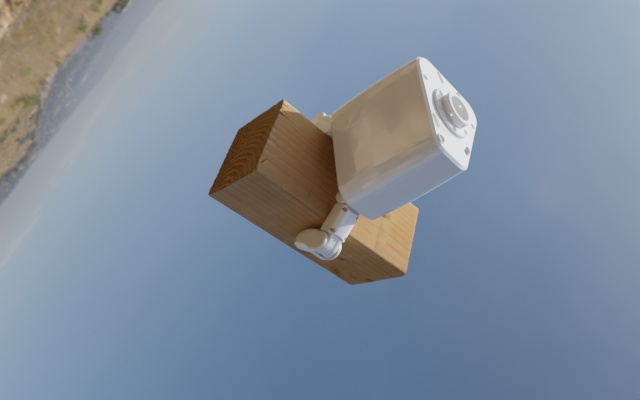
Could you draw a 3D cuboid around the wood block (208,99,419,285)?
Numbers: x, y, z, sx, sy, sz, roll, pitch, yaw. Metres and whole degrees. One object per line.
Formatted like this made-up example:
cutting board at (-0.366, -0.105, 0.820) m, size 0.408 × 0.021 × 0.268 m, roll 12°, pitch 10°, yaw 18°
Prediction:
wood block at (0.000, 0.002, 0.512) m, size 0.206 × 0.090 × 0.090 m, roll 36°, pitch -35°, yaw -28°
